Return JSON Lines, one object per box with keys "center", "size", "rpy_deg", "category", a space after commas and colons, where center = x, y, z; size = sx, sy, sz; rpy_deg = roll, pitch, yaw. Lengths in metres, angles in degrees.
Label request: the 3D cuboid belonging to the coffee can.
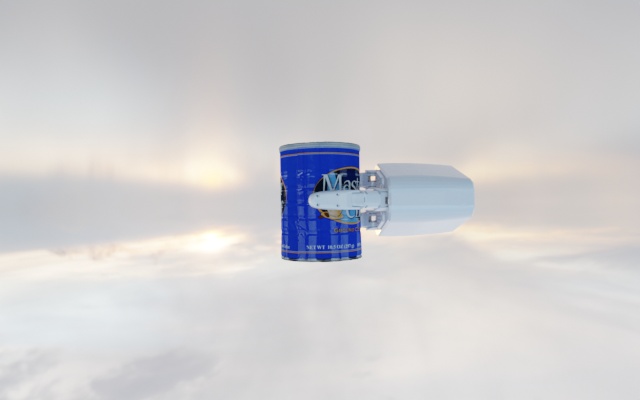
{"center": [0.000, 0.002, 0.602], "size": [0.103, 0.140, 0.103], "rpy_deg": [-1, 0, 0], "category": "coffee can"}
